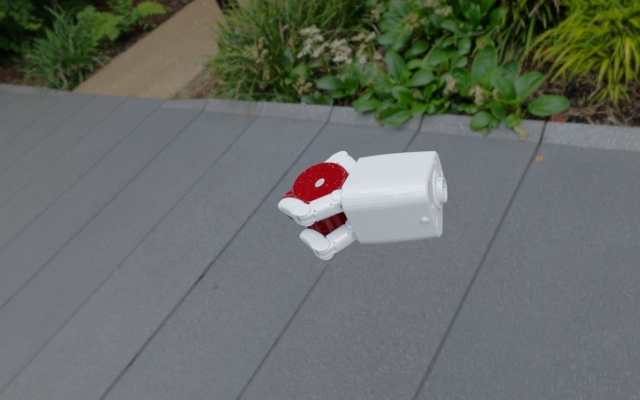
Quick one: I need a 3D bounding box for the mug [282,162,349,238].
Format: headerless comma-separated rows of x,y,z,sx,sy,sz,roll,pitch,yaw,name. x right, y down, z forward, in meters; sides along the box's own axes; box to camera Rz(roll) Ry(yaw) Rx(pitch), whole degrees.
-0.001,0.002,0.670,0.117,0.093,0.082,-5,-45,24,mug
